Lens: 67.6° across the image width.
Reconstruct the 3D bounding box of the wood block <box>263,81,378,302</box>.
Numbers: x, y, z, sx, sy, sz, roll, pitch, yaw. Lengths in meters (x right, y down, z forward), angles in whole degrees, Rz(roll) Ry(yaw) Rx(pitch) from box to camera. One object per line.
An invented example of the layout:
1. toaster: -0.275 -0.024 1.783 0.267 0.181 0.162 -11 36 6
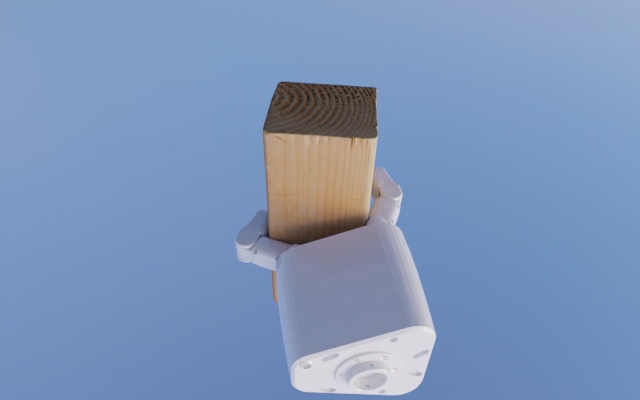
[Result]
1. wood block: 0.000 0.002 0.459 0.091 0.206 0.090 4 40 2
